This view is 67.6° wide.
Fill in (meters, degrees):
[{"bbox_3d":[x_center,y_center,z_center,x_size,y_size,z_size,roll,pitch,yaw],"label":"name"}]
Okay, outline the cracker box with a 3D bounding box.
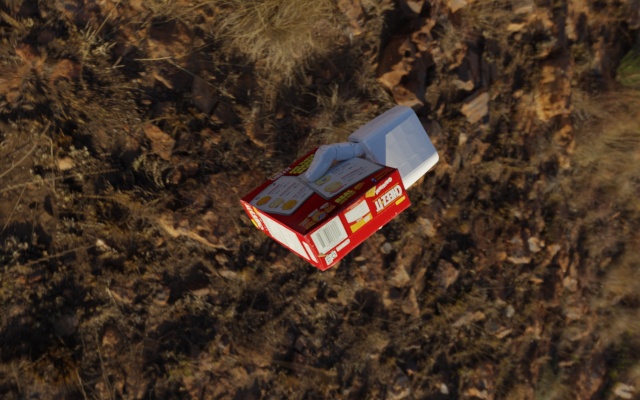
[{"bbox_3d":[0.000,0.002,0.713,0.164,0.072,0.213,-36,28,-19],"label":"cracker box"}]
